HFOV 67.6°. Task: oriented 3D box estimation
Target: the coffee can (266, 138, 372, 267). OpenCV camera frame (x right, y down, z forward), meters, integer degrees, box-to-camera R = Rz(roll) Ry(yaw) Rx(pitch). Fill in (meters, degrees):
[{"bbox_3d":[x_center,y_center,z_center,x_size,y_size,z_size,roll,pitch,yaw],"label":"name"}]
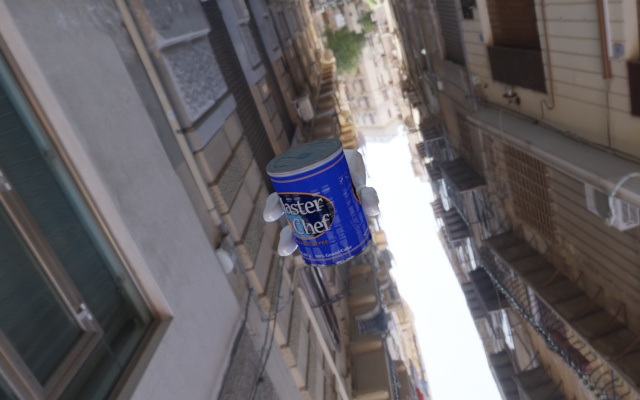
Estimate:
[{"bbox_3d":[0.000,0.002,0.635,0.103,0.140,0.102,-17,22,7],"label":"coffee can"}]
